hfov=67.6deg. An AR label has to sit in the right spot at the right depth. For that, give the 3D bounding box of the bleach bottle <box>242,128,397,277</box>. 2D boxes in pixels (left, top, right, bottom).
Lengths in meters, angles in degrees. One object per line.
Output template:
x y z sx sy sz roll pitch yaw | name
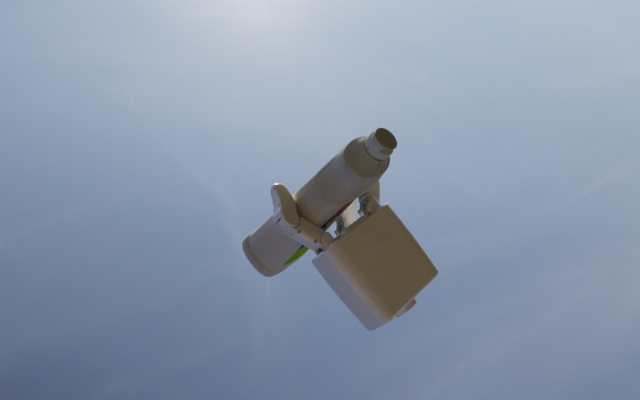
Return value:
0.000 0.002 0.577 0.102 0.068 0.251 -32 -9 -45 | bleach bottle
